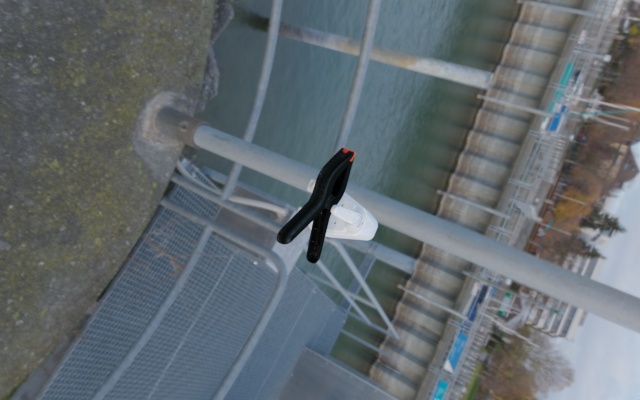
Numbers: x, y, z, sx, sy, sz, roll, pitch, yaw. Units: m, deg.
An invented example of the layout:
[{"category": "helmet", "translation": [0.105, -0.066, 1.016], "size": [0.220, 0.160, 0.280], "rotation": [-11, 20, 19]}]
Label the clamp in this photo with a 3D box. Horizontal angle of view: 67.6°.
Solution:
[{"category": "clamp", "translation": [0.001, 0.002, 0.806], "size": [0.036, 0.210, 0.164], "rotation": [23, -3, 22]}]
